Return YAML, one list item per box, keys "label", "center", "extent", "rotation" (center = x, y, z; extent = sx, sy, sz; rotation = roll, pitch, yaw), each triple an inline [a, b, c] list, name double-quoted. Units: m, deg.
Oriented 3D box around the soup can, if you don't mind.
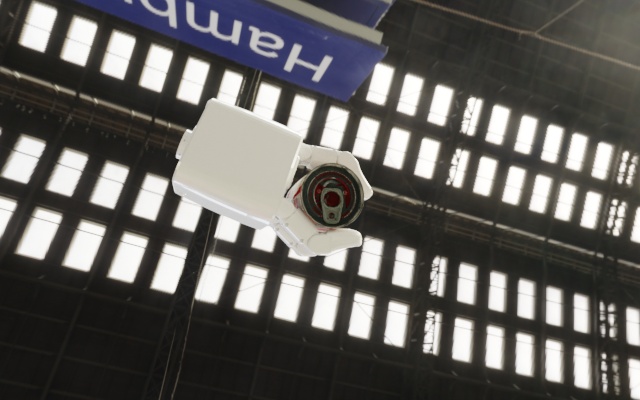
- label: "soup can"
  center: [0.001, 0.002, 0.535]
  extent: [0.068, 0.068, 0.102]
  rotation: [0, -8, -15]
